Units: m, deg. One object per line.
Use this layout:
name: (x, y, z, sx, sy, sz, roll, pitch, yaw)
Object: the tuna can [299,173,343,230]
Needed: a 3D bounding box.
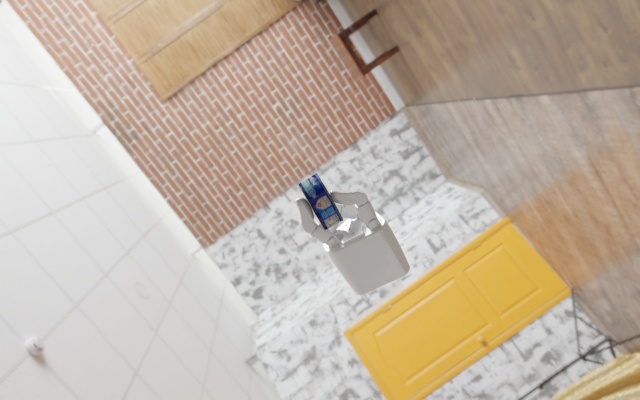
tuna can: (0.000, 0.003, 0.741, 0.034, 0.086, 0.086, -30, 1, -2)
